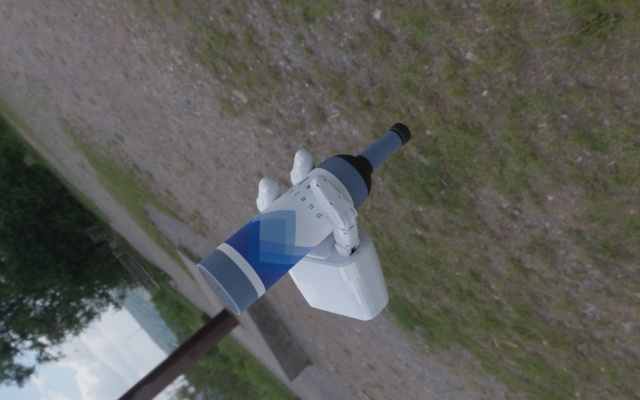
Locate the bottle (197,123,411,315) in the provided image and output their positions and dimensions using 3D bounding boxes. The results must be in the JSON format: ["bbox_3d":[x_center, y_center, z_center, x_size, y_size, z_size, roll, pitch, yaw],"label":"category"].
[{"bbox_3d":[0.000,0.002,0.535,0.295,0.069,0.069,-41,19,-24],"label":"bottle"}]
